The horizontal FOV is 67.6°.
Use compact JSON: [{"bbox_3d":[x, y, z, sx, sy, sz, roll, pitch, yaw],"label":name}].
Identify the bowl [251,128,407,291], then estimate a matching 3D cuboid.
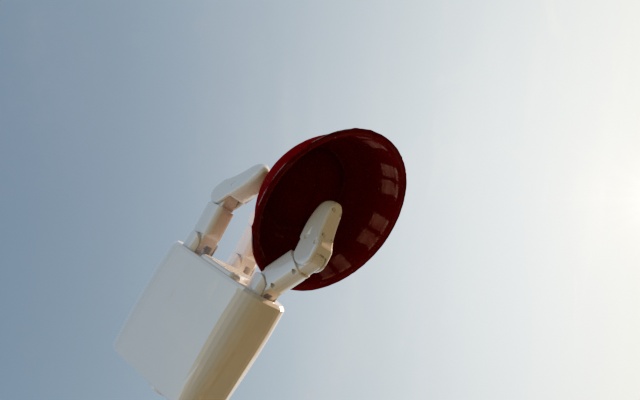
[{"bbox_3d":[0.001,0.000,0.437,0.162,0.162,0.055,0,28,-36],"label":"bowl"}]
